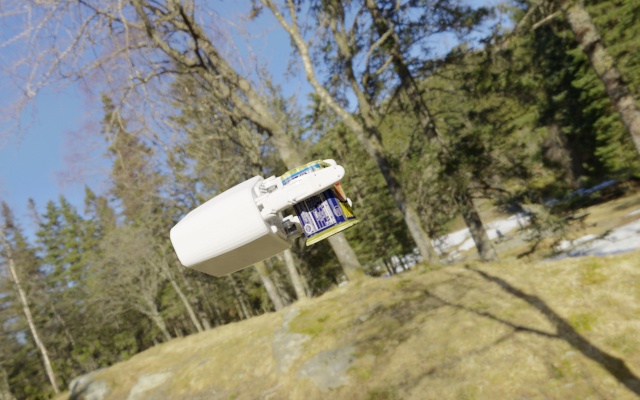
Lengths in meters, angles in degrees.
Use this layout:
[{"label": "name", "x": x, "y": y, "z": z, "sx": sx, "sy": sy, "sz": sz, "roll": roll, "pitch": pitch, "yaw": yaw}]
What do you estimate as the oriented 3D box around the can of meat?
[{"label": "can of meat", "x": 0.000, "y": 0.002, "z": 0.566, "sx": 0.057, "sy": 0.084, "sz": 0.102, "roll": -26, "pitch": -5, "yaw": 11}]
